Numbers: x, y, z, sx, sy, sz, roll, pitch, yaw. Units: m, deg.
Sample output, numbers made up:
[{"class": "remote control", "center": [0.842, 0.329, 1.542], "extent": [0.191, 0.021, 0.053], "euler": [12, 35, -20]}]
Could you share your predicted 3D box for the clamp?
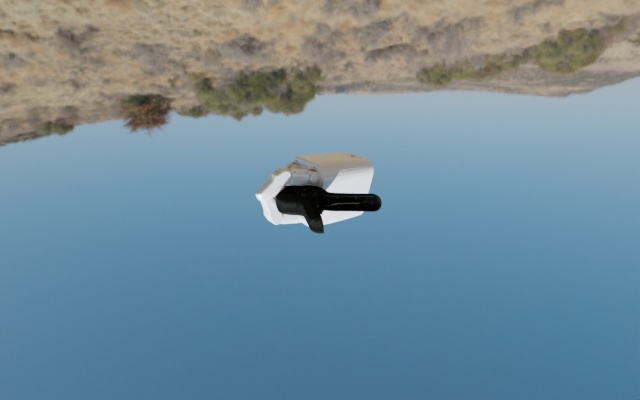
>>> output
[{"class": "clamp", "center": [0.000, 0.003, 0.684], "extent": [0.120, 0.039, 0.171], "euler": [-10, 20, -31]}]
